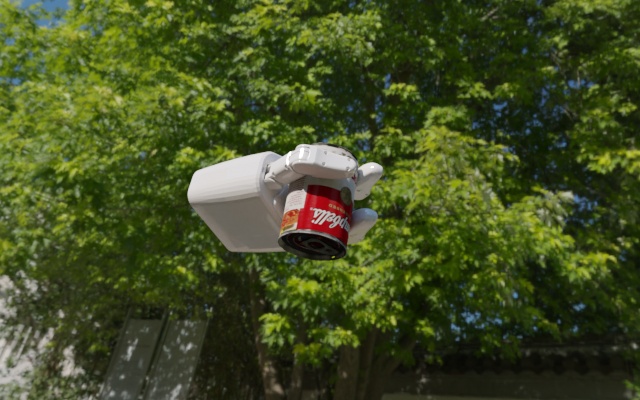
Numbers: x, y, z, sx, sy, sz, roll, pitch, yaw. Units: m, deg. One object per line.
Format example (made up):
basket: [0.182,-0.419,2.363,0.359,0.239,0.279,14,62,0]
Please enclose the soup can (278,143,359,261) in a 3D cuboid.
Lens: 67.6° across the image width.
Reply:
soup can: [0.000,0.001,0.484,0.068,0.102,0.068,8,-28,4]
